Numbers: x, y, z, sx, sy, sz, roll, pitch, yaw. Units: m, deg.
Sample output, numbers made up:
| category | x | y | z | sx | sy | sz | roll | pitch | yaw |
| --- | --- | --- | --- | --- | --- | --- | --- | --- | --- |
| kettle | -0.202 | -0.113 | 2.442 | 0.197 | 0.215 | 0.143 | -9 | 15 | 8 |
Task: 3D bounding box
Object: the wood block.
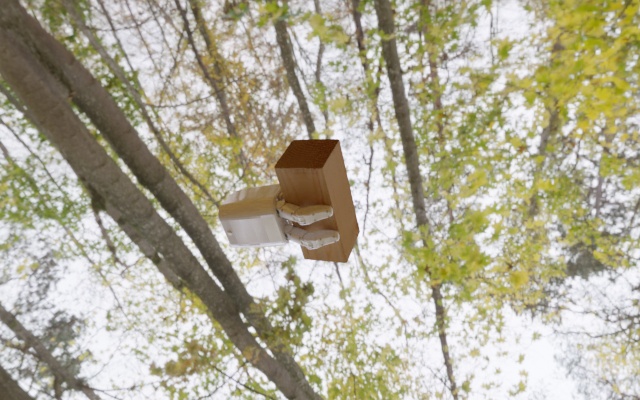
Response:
| category | x | y | z | sx | sy | sz | roll | pitch | yaw |
| --- | --- | --- | --- | --- | --- | --- | --- | --- | --- |
| wood block | 0.000 | 0.003 | 0.844 | 0.090 | 0.206 | 0.090 | 2 | 39 | 23 |
